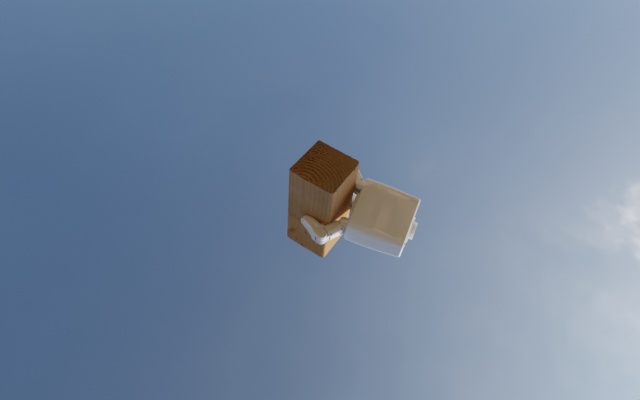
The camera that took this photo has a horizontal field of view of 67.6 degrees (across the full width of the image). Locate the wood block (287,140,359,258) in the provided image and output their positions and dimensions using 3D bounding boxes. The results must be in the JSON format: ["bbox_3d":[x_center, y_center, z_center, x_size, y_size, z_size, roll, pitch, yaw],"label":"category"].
[{"bbox_3d":[0.000,0.003,0.884,0.090,0.090,0.206,30,-34,17],"label":"wood block"}]
